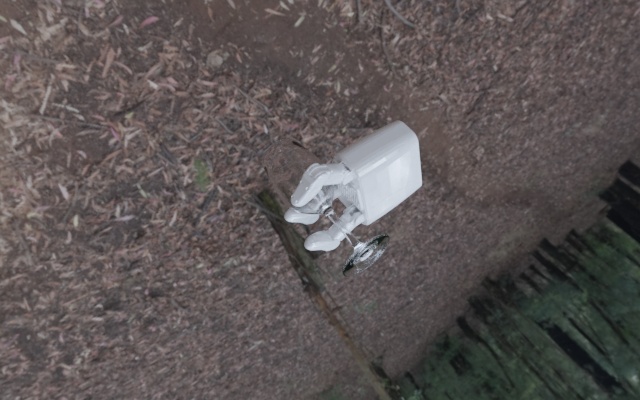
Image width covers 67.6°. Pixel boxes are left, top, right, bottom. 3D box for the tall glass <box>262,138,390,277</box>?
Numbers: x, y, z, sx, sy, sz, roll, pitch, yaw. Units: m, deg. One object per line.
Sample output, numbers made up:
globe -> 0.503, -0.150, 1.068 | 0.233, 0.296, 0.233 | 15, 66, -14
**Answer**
tall glass -> 0.000, 0.003, 0.637 | 0.079, 0.079, 0.201 | 0, 42, -52
